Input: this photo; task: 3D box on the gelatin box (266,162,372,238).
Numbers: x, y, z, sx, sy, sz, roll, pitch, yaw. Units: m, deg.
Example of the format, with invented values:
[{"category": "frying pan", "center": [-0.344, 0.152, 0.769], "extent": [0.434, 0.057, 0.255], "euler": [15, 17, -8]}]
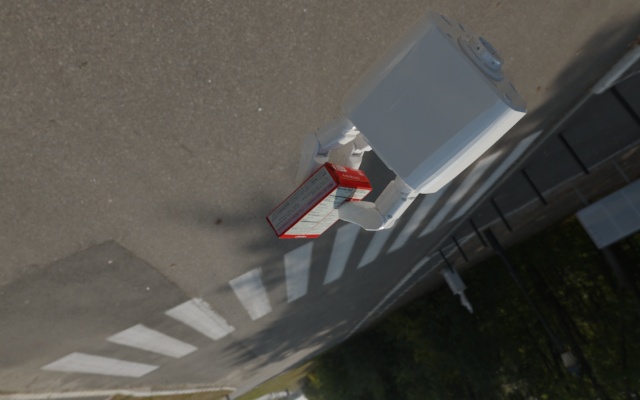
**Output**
[{"category": "gelatin box", "center": [0.000, 0.002, 0.484], "extent": [0.089, 0.030, 0.073], "euler": [-42, -22, 22]}]
